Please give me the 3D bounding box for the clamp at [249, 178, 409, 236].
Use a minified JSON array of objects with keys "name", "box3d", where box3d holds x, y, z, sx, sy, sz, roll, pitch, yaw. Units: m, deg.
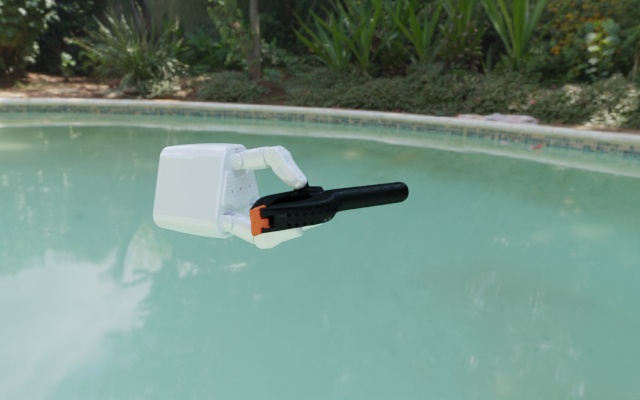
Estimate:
[{"name":"clamp","box3d":[0.000,0.001,0.551,0.164,0.036,0.210,1,12,26]}]
